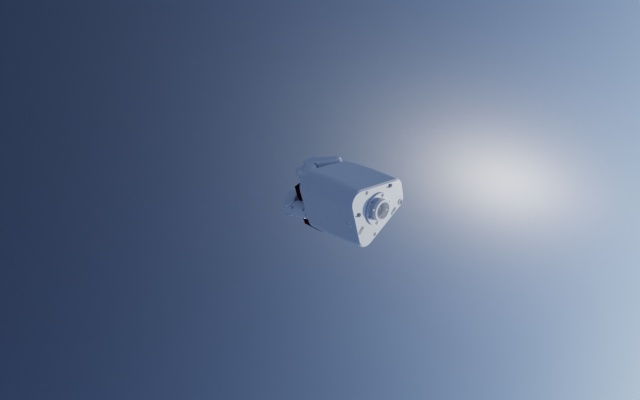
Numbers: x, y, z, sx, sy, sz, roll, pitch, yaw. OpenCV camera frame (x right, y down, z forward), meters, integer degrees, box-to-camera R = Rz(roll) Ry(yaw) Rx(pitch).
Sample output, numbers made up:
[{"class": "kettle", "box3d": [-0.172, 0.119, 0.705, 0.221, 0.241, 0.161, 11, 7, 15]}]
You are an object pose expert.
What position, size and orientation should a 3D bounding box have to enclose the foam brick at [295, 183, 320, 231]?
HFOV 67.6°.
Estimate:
[{"class": "foam brick", "box3d": [0.000, 0.003, 0.781, 0.053, 0.078, 0.051, -35, 38, -30]}]
